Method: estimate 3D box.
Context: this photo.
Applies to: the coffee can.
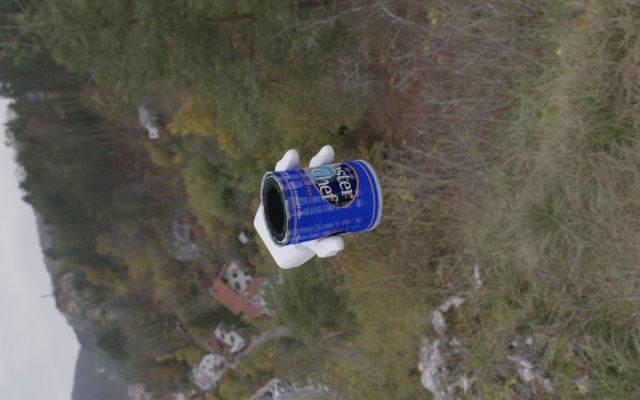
[{"bbox_3d":[0.000,0.002,0.660,0.140,0.103,0.103,-9,4,-24],"label":"coffee can"}]
